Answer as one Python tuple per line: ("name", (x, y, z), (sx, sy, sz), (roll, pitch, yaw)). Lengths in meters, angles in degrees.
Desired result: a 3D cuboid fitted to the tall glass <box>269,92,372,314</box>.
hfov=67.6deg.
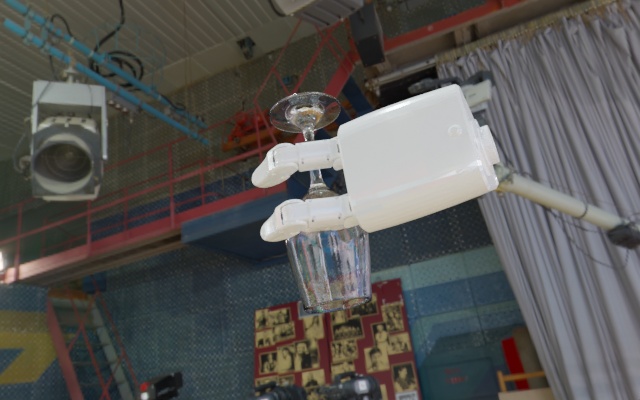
("tall glass", (0.000, 0.001, 0.456), (0.079, 0.201, 0.079), (-8, -20, -3))
